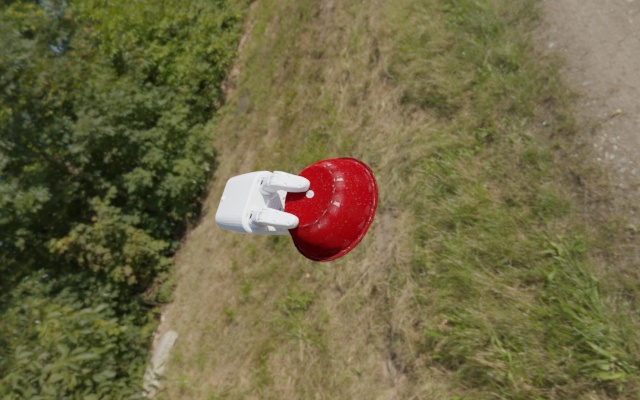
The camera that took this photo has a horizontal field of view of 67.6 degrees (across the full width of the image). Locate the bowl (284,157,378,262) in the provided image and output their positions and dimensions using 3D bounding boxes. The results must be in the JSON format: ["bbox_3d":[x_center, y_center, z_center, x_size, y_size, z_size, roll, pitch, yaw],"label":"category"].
[{"bbox_3d":[0.001,0.002,0.675,0.162,0.162,0.055,0,-21,42],"label":"bowl"}]
